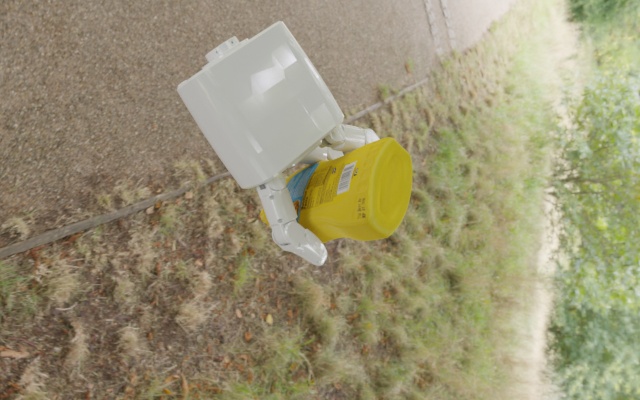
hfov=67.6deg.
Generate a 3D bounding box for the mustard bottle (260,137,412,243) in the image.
[{"bbox_3d":[0.000,0.002,0.492,0.058,0.096,0.191,35,-32,-33],"label":"mustard bottle"}]
